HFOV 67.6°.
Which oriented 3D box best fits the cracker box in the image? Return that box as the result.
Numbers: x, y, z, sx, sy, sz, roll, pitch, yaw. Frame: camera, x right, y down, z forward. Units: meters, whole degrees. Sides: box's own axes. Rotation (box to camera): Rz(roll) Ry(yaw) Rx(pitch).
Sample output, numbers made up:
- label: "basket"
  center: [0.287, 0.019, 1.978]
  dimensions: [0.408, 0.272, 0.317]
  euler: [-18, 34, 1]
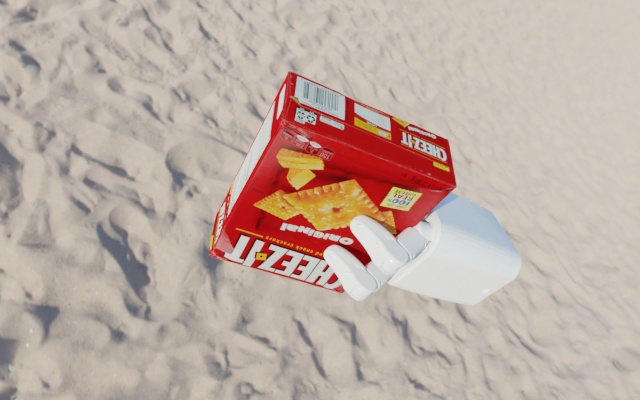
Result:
- label: "cracker box"
  center: [0.000, 0.001, 0.471]
  dimensions: [0.164, 0.072, 0.214]
  euler: [19, -43, -17]
